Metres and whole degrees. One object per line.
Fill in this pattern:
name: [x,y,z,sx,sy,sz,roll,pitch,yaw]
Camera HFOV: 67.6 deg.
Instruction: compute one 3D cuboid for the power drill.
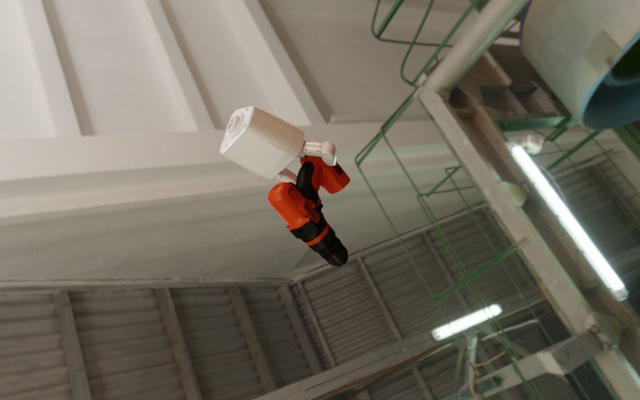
power drill: [0.000,0.002,0.845,0.057,0.184,0.187,-26,26,31]
